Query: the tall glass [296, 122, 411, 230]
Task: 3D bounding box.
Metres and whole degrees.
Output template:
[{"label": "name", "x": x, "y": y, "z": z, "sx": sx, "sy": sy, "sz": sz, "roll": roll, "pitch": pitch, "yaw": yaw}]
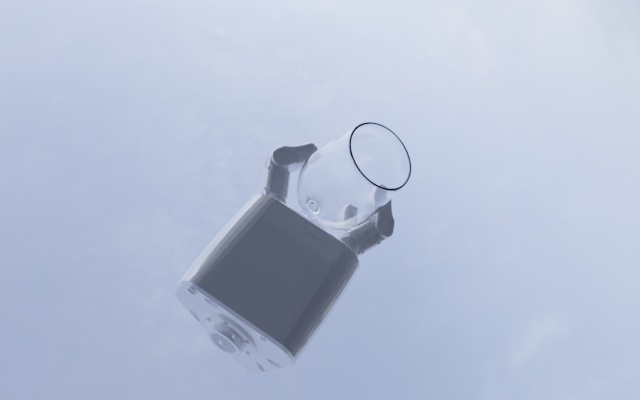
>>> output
[{"label": "tall glass", "x": 0.000, "y": 0.002, "z": 0.461, "sx": 0.079, "sy": 0.079, "sz": 0.201, "roll": 0, "pitch": -23, "yaw": -32}]
